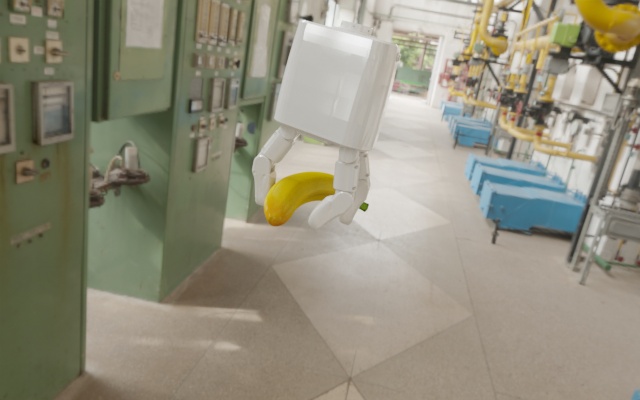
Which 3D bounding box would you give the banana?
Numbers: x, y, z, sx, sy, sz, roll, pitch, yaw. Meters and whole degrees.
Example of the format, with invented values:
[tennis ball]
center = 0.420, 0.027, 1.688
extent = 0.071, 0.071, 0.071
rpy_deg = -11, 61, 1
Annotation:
[banana]
center = -0.012, -0.007, 0.560
extent = 0.069, 0.037, 0.198
rpy_deg = 32, 22, 28
